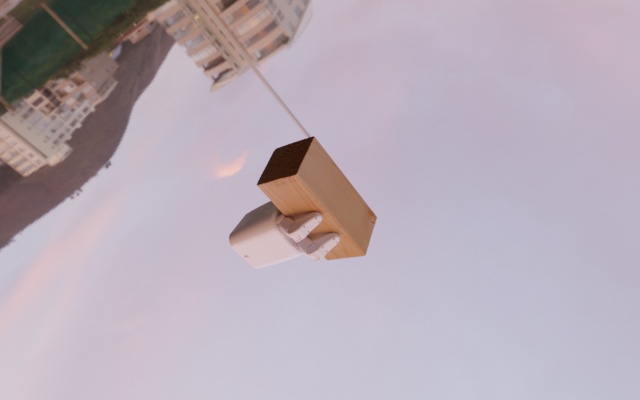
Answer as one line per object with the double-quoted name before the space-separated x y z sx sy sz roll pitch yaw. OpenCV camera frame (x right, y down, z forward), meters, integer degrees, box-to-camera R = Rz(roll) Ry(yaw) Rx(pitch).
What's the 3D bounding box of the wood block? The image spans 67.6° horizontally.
"wood block" 0.000 0.003 0.814 0.090 0.090 0.206 -13 -48 37
